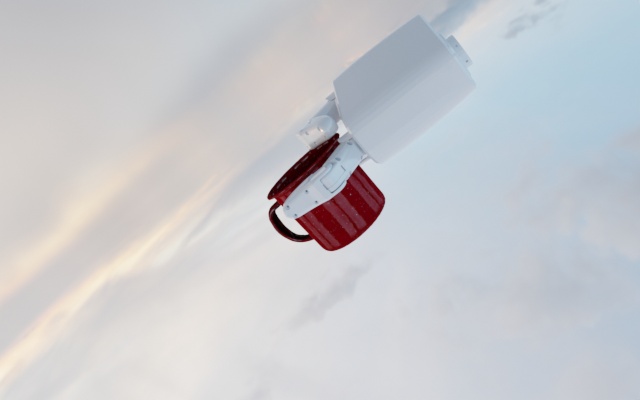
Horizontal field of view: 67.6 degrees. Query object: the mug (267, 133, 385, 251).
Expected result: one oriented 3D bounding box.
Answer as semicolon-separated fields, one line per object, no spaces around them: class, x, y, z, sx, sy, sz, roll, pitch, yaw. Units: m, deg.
mug;-0.001;0.003;0.471;0.117;0.081;0.093;-37;14;23
